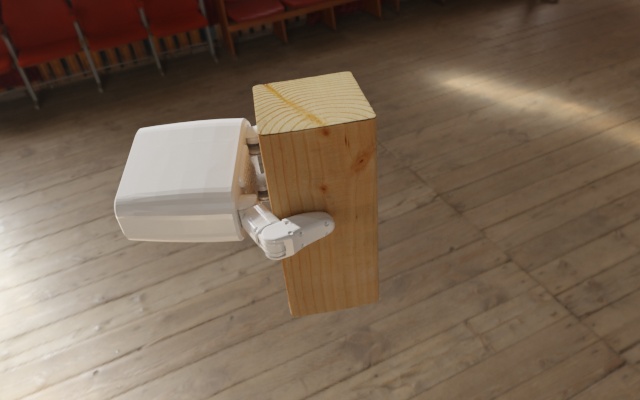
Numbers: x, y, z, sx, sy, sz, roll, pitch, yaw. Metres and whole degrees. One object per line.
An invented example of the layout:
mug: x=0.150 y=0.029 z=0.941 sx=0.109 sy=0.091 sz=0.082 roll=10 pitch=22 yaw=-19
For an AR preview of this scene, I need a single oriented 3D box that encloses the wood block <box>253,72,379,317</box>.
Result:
wood block: x=0.000 y=0.002 z=0.442 sx=0.090 sy=0.206 sz=0.090 roll=-10 pitch=38 yaw=-4
